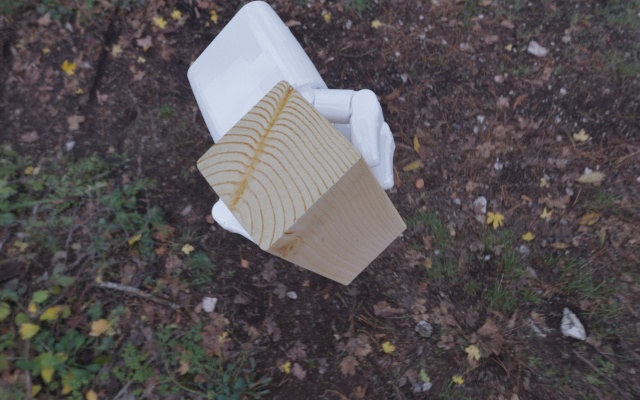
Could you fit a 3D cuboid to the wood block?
[{"bbox_3d":[0.000,0.001,0.413,0.090,0.091,0.206,47,3,24],"label":"wood block"}]
